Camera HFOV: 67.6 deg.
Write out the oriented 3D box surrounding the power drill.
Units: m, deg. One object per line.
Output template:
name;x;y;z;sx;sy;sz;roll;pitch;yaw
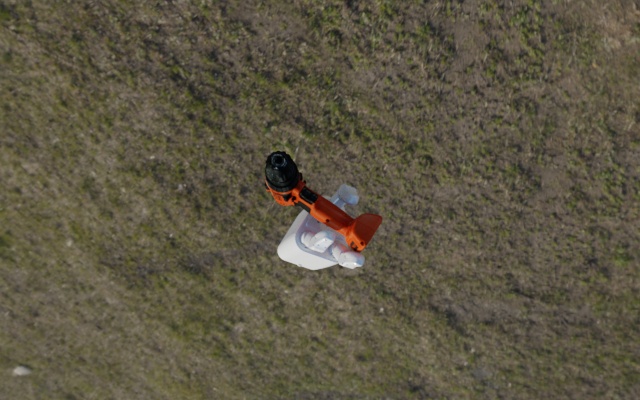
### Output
power drill;0.000;0.003;0.723;0.187;0.057;0.184;34;-9;7
